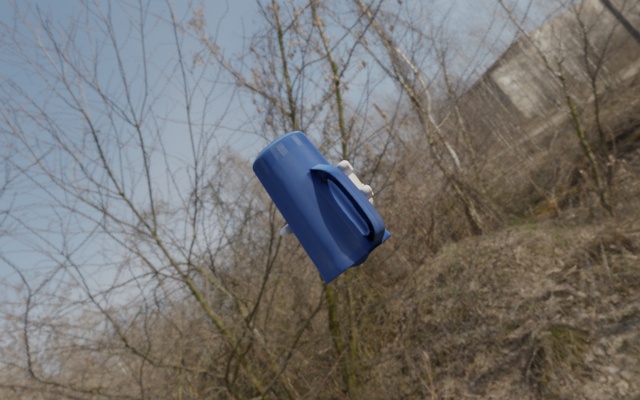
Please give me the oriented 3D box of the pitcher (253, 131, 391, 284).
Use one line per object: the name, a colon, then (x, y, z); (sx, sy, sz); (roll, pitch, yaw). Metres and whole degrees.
pitcher: (0.000, 0.003, 0.789); (0.149, 0.243, 0.145); (-39, -8, 13)
